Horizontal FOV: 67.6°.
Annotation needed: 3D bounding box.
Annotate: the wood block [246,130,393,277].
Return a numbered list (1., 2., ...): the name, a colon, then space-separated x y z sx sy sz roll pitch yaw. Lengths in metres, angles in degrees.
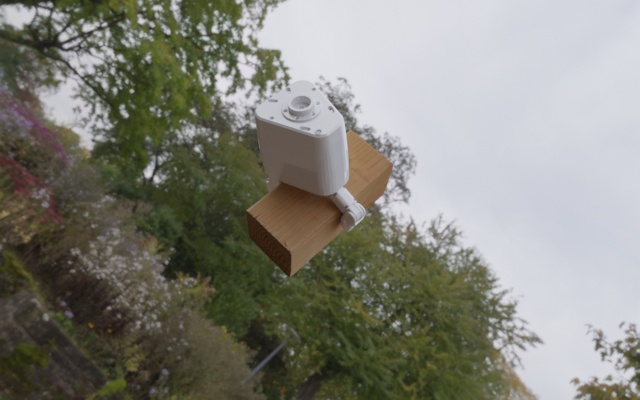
1. wood block: 0.000 0.002 0.700 0.206 0.091 0.090 -39 -20 -24
